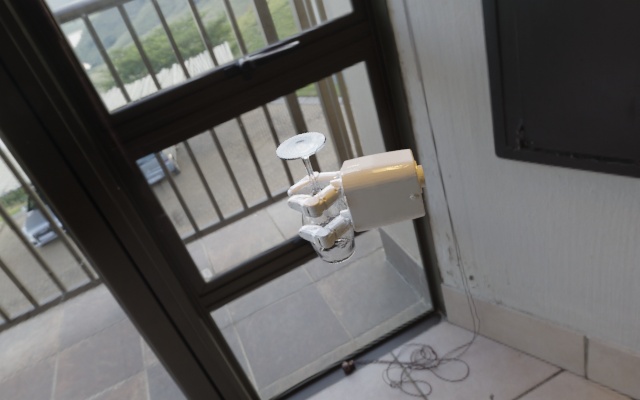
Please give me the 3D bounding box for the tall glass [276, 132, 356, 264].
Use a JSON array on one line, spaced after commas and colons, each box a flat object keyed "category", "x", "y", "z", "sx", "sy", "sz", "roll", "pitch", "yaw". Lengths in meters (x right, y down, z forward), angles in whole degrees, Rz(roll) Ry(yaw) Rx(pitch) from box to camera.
[{"category": "tall glass", "x": 0.000, "y": 0.002, "z": 0.726, "sx": 0.079, "sy": 0.201, "sz": 0.079, "roll": -13, "pitch": 32, "yaw": 9}]
